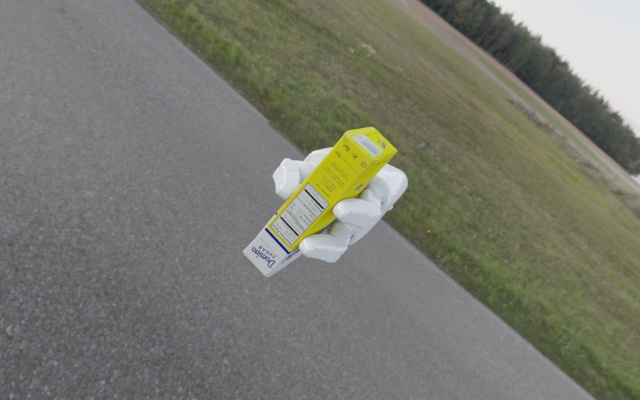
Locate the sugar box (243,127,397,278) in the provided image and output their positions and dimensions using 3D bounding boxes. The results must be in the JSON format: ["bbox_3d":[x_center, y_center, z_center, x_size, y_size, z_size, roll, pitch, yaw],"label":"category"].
[{"bbox_3d":[0.001,0.002,0.511,0.048,0.176,0.093,43,24,10],"label":"sugar box"}]
